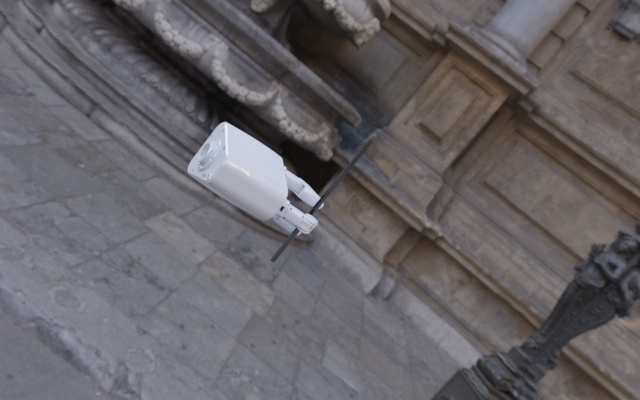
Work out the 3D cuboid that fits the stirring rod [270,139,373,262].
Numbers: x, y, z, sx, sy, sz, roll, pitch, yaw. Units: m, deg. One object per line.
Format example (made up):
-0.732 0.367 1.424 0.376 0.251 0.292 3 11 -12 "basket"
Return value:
0.000 0.002 0.732 0.011 0.239 0.011 38 8 -6 "stirring rod"
